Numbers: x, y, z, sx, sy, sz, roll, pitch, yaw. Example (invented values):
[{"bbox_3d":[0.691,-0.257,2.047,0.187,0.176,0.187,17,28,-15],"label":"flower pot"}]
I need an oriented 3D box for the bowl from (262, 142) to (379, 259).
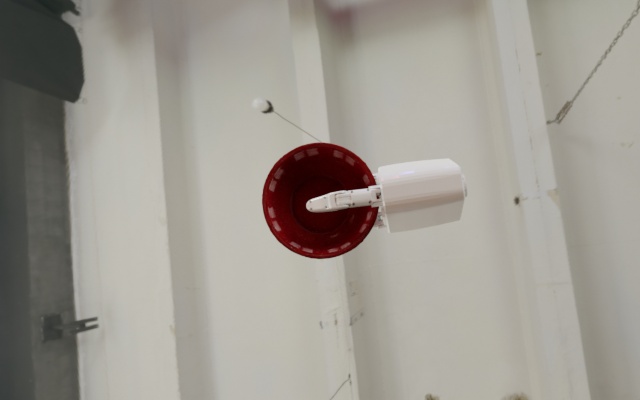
[{"bbox_3d":[-0.001,0.002,0.680,0.162,0.162,0.055,0,-7,0],"label":"bowl"}]
